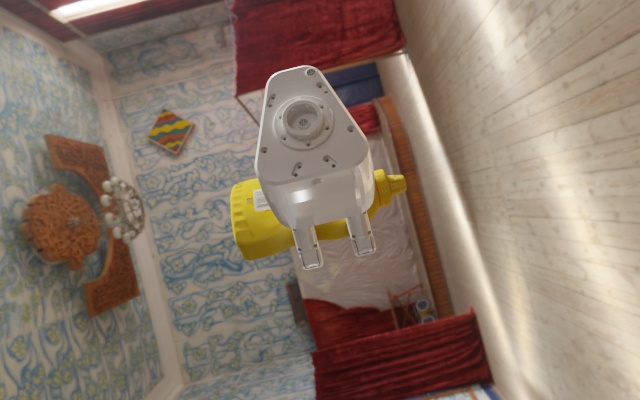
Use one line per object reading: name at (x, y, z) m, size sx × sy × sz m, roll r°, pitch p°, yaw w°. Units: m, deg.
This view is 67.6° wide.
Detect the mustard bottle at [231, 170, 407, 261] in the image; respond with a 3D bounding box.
mustard bottle at (0.000, 0.002, 0.529) m, size 0.191 × 0.058 × 0.096 m, roll -13°, pitch 45°, yaw 1°
